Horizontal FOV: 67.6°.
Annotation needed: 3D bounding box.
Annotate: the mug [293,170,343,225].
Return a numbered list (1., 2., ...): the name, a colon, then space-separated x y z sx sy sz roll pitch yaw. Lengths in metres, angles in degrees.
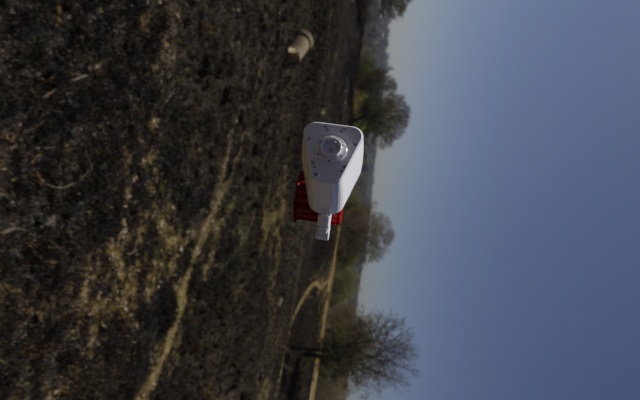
1. mug: 0.000 0.003 0.854 0.081 0.093 0.117 8 -24 4
